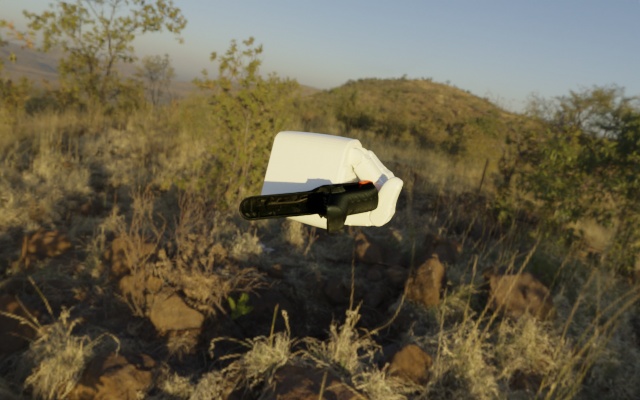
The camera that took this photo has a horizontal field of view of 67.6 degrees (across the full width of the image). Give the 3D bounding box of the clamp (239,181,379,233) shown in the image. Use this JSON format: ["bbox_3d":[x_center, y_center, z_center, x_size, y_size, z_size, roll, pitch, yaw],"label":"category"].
[{"bbox_3d":[0.000,0.001,0.512,0.120,0.039,0.171,10,12,26],"label":"clamp"}]
